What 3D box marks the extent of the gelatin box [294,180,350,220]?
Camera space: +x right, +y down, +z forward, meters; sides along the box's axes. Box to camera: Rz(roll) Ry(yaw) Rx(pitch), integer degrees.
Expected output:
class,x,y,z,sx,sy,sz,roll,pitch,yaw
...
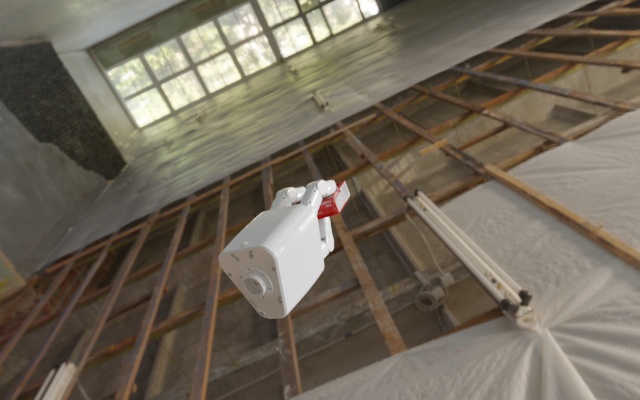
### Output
class,x,y,z,sx,sy,sz,roll,pitch,yaw
gelatin box,0.000,0.003,0.739,0.073,0.030,0.089,-16,15,20
